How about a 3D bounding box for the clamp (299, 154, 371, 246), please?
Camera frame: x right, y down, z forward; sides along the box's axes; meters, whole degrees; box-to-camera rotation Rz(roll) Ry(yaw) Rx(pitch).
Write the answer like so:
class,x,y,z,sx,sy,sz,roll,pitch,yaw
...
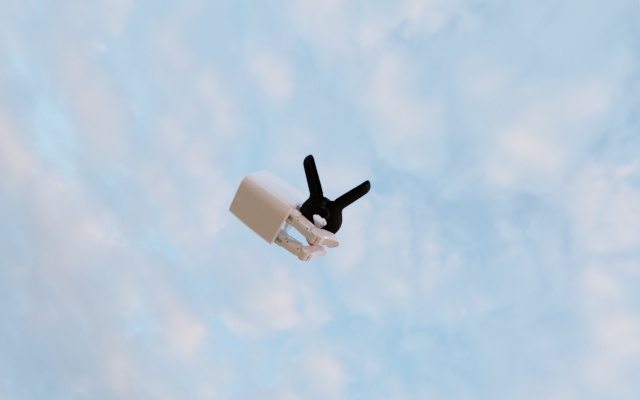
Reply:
class,x,y,z,sx,sy,sz,roll,pitch,yaw
clamp,0.000,0.003,0.831,0.120,0.171,0.039,35,33,7
